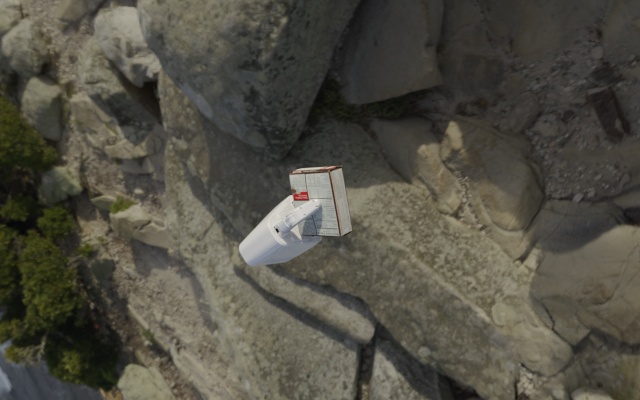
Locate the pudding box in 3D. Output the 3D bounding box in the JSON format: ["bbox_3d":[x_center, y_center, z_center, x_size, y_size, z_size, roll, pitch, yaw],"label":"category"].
[{"bbox_3d":[0.000,0.003,0.783,0.090,0.113,0.039,-1,16,38],"label":"pudding box"}]
